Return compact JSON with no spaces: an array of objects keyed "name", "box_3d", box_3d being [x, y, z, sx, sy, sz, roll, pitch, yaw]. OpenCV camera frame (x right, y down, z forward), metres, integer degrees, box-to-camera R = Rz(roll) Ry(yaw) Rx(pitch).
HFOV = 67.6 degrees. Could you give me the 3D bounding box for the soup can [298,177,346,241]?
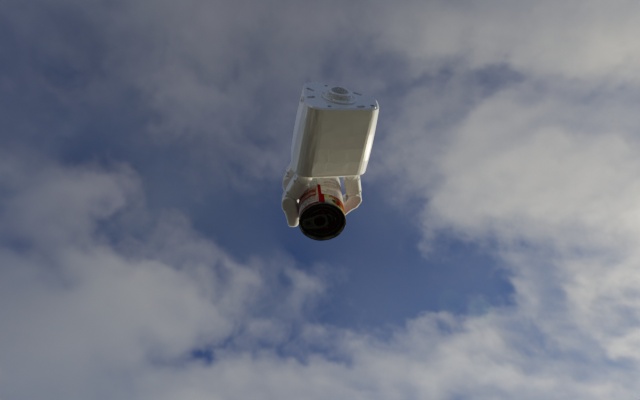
[{"name":"soup can","box_3d":[0.000,0.003,0.720,0.068,0.069,0.102,0,35,-4]}]
